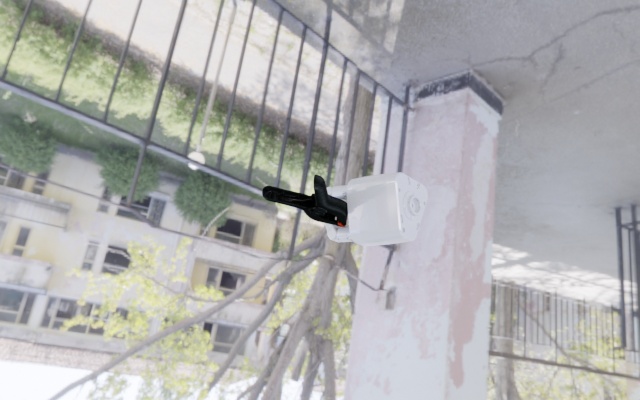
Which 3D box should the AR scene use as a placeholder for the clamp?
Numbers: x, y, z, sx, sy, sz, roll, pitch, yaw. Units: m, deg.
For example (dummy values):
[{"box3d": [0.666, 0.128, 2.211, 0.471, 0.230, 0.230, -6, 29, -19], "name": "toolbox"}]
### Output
[{"box3d": [0.000, 0.003, 0.807, 0.171, 0.039, 0.120, 23, -22, -40], "name": "clamp"}]
